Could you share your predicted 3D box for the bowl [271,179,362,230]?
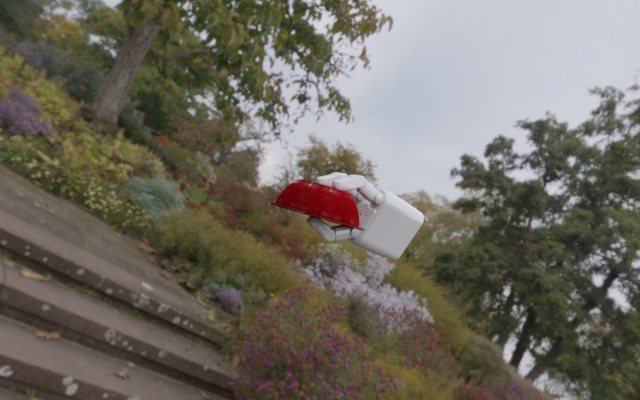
[{"bbox_3d":[-0.001,0.002,0.807,0.162,0.055,0.162,16,-1,0],"label":"bowl"}]
